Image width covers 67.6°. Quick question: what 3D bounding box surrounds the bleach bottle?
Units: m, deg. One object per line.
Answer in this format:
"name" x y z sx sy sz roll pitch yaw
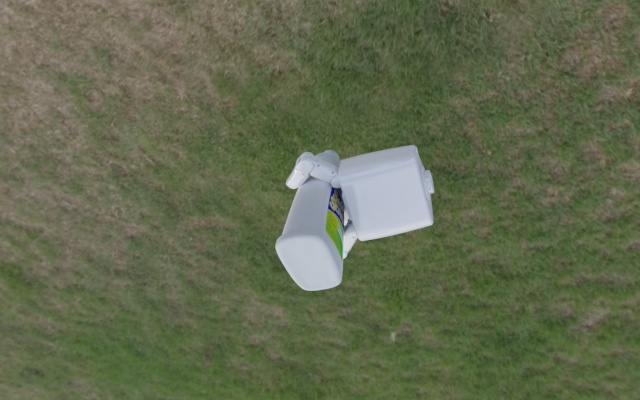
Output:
"bleach bottle" 0.000 0.002 0.683 0.068 0.103 0.250 -13 37 17
